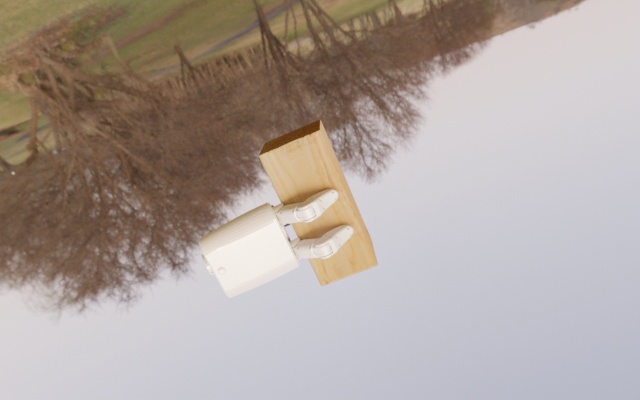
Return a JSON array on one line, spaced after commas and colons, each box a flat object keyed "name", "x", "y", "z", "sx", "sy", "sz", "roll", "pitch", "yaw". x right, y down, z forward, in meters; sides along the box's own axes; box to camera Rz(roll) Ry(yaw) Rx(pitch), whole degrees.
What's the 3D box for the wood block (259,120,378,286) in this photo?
[{"name": "wood block", "x": 0.000, "y": 0.002, "z": 0.680, "sx": 0.090, "sy": 0.206, "sz": 0.090, "roll": -22, "pitch": 17, "yaw": 6}]
